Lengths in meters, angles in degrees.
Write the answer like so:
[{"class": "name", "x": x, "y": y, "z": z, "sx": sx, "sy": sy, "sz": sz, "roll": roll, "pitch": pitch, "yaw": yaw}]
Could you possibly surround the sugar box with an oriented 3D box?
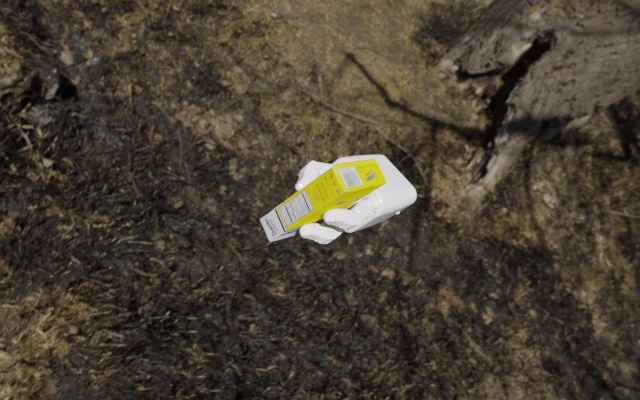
[{"class": "sugar box", "x": 0.000, "y": 0.003, "z": 0.687, "sx": 0.093, "sy": 0.048, "sz": 0.176, "roll": -12, "pitch": -18, "yaw": -46}]
